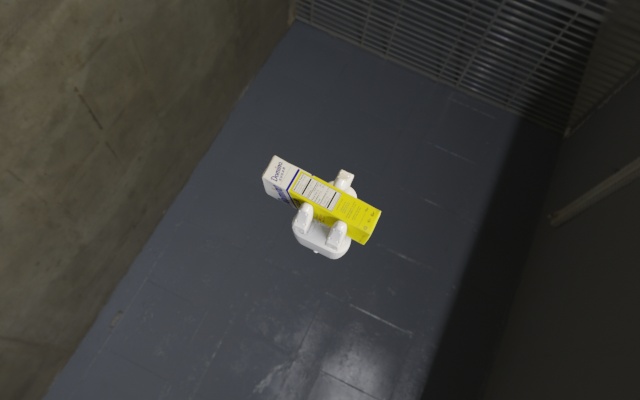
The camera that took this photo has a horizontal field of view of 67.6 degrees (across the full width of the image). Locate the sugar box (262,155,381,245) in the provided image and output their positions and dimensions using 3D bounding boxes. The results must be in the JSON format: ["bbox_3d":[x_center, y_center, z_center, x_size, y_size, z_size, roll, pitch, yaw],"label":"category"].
[{"bbox_3d":[0.000,0.003,0.716,0.176,0.048,0.093,25,-14,6],"label":"sugar box"}]
